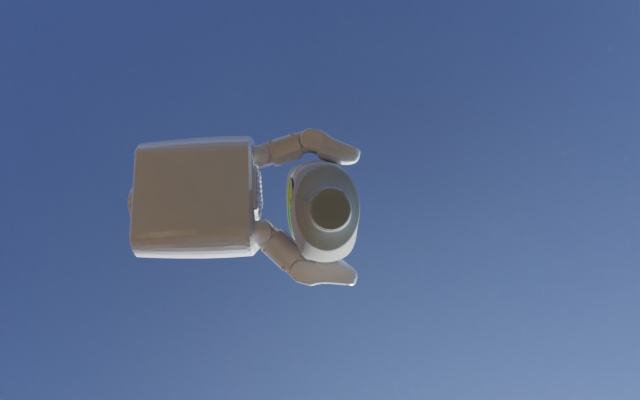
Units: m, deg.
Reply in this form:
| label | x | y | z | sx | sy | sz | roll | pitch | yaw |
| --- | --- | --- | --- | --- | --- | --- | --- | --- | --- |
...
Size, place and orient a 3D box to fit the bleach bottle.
| label | x | y | z | sx | sy | sz | roll | pitch | yaw |
| --- | --- | --- | --- | --- | --- | --- | --- | --- | --- |
| bleach bottle | 0.000 | 0.002 | 0.452 | 0.068 | 0.102 | 0.251 | -2 | -2 | -3 |
